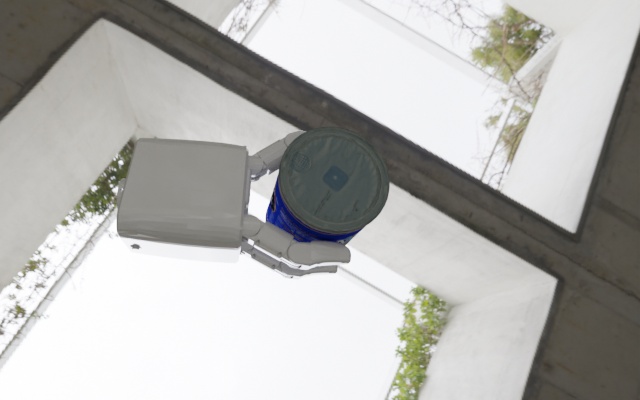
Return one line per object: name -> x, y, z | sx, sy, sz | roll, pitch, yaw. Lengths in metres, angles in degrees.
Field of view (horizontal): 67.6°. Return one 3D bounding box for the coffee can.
coffee can -> 0.000, 0.002, 0.492 | 0.103, 0.102, 0.140 | 0, -19, -12
